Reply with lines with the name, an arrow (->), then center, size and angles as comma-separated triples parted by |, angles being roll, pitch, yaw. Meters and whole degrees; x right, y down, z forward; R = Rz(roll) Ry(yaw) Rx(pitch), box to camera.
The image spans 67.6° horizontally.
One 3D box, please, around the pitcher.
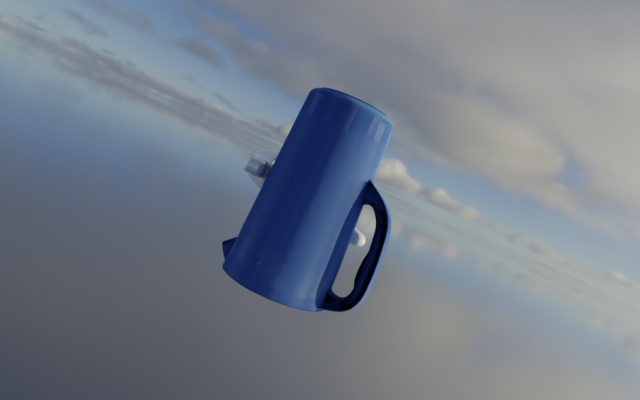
pitcher -> 0.000, 0.002, 0.563 | 0.149, 0.243, 0.145 | 23, 3, -25
